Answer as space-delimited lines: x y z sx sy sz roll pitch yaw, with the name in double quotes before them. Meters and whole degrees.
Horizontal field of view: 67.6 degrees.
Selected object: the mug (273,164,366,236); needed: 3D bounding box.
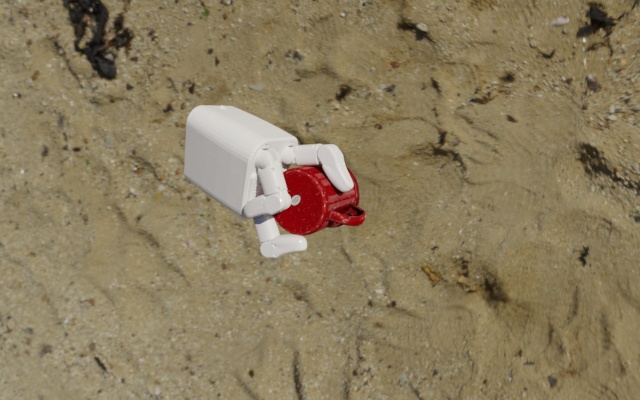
"mug" 0.001 0.003 0.588 0.117 0.093 0.081 29 22 22
